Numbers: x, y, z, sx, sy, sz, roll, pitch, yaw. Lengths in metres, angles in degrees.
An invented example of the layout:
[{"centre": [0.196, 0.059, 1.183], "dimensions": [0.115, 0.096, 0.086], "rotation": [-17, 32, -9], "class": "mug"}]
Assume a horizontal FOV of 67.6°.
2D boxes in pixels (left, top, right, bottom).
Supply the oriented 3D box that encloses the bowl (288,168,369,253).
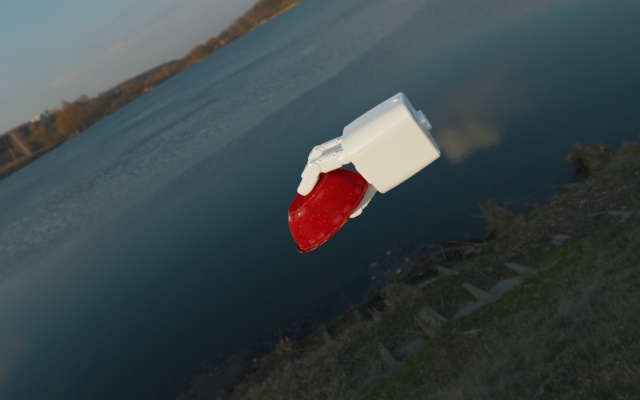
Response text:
[{"centre": [-0.001, 0.003, 0.745], "dimensions": [0.055, 0.162, 0.162], "rotation": [42, -13, -14], "class": "bowl"}]
